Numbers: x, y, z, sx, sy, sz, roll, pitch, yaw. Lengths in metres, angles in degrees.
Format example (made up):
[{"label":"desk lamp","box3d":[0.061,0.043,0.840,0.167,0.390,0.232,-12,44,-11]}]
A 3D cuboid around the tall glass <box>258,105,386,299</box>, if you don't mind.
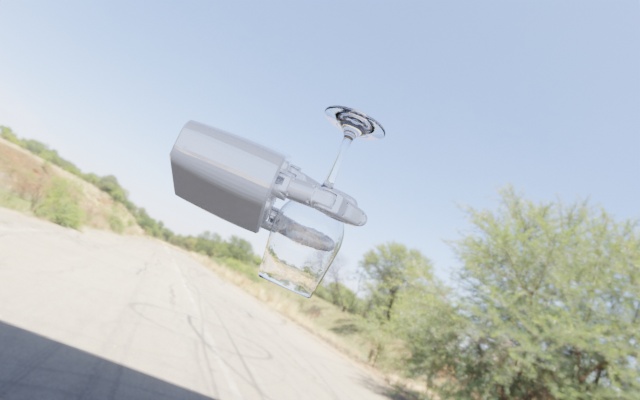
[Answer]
[{"label":"tall glass","box3d":[0.000,0.001,0.522,0.079,0.201,0.079,22,-11,5]}]
